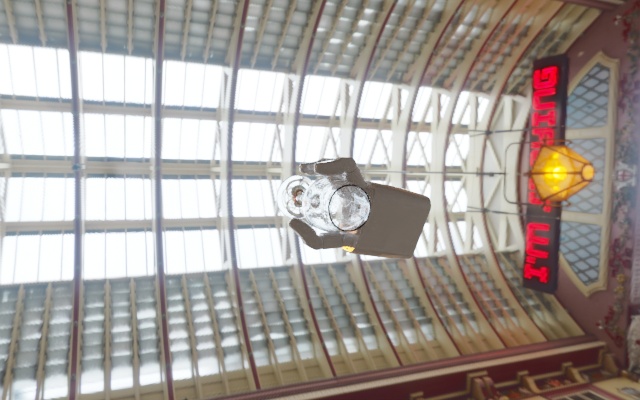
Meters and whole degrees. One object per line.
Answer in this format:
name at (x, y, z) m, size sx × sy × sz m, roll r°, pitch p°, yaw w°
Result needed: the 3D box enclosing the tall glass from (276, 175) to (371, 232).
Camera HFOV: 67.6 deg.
tall glass at (0.000, 0.002, 0.705) m, size 0.079 × 0.079 × 0.201 m, roll 0°, pitch 4°, yaw -22°
